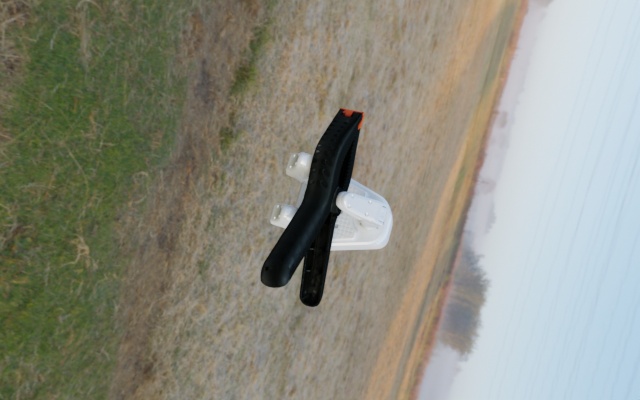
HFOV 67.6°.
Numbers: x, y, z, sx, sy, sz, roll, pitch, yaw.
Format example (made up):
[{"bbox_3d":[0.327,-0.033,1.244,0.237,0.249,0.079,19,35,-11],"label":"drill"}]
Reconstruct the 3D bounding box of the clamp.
[{"bbox_3d":[0.001,0.001,0.466,0.036,0.210,0.164,14,-8,14],"label":"clamp"}]
